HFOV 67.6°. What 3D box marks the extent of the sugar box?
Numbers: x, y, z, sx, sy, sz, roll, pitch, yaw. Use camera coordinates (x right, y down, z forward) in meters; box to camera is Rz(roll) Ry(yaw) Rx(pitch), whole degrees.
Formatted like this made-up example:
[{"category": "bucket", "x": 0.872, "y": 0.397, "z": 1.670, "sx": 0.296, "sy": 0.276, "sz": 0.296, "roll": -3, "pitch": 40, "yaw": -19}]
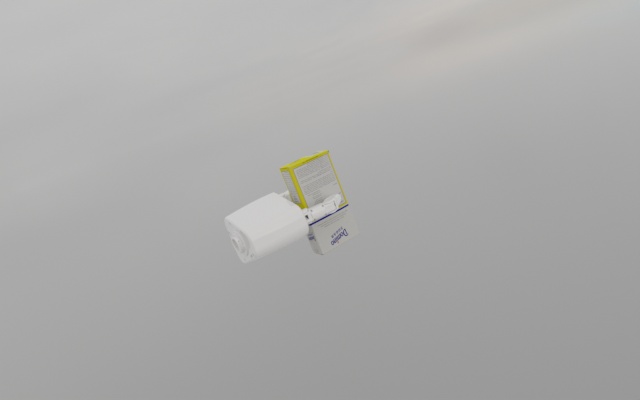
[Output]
[{"category": "sugar box", "x": 0.000, "y": 0.003, "z": 0.895, "sx": 0.093, "sy": 0.176, "sz": 0.048, "roll": -26, "pitch": 15, "yaw": -26}]
